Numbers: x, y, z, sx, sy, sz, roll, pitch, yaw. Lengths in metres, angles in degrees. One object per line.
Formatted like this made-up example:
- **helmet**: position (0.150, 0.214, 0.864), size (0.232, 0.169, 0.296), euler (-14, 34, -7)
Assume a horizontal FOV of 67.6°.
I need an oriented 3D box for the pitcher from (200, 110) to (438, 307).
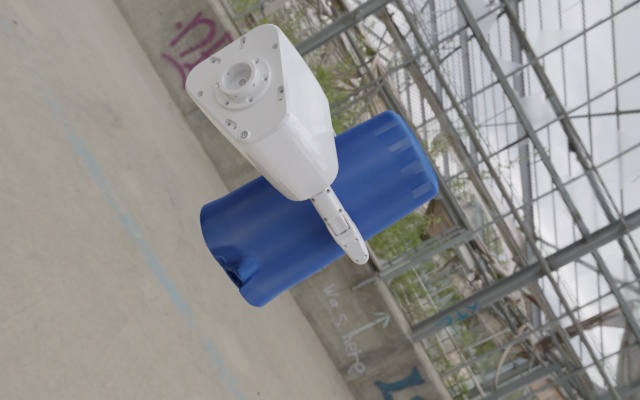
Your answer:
- **pitcher**: position (0.000, 0.002, 0.540), size (0.243, 0.149, 0.145), euler (-30, -31, 7)
